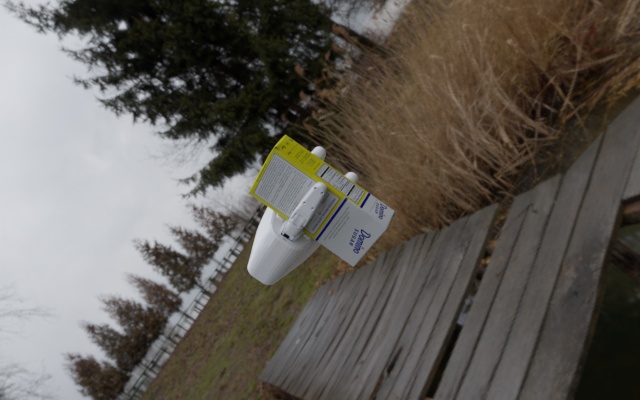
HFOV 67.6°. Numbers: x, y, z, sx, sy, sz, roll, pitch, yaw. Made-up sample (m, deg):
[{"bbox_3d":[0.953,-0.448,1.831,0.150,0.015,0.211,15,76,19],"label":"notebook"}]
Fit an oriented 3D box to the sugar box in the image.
[{"bbox_3d":[0.000,0.002,0.631,0.176,0.093,0.048,34,40,-1],"label":"sugar box"}]
